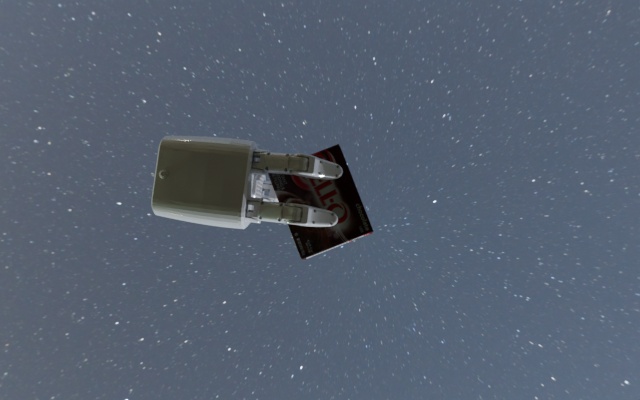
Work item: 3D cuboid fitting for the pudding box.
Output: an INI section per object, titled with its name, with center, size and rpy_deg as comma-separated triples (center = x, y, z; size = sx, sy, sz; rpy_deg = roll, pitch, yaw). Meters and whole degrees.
[pudding box]
center = 0.000, 0.002, 0.562
size = 0.090, 0.113, 0.039
rpy_deg = -22, -4, 0
